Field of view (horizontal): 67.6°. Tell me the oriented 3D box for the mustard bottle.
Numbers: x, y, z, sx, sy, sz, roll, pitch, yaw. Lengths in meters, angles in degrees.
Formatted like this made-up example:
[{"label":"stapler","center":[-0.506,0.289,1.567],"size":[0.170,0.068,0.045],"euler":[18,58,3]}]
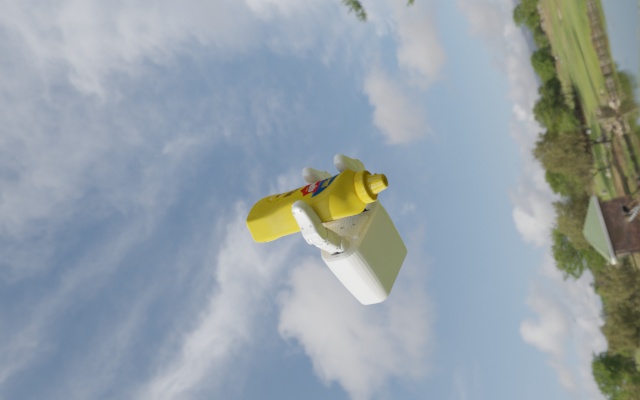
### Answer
[{"label":"mustard bottle","center":[0.000,0.002,0.631],"size":[0.191,0.058,0.096],"euler":[-18,11,29]}]
